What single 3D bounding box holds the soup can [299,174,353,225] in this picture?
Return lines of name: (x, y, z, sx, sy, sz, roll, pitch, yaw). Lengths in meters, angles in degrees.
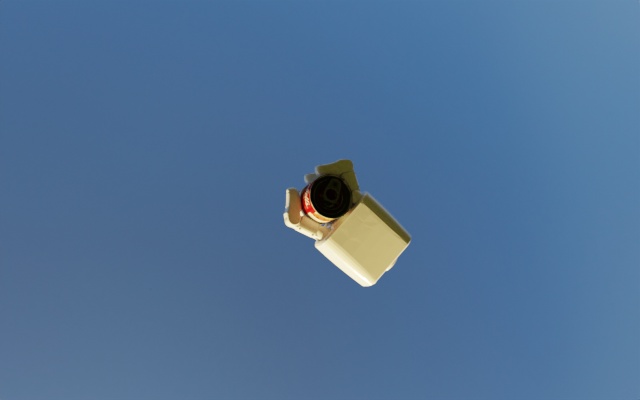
soup can: (0.000, 0.002, 0.748, 0.068, 0.068, 0.102, 0, -10, -19)
